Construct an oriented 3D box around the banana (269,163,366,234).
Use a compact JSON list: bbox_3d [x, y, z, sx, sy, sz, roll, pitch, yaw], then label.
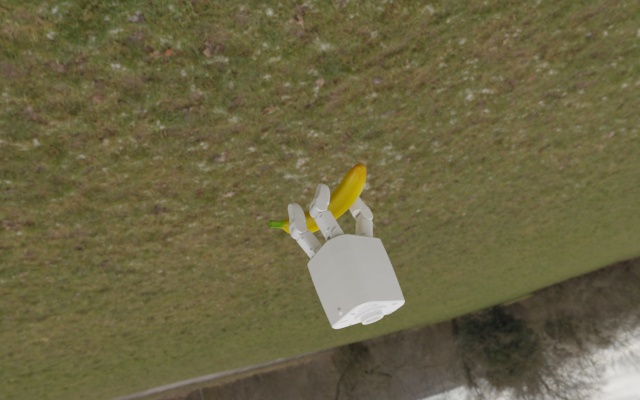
[{"bbox_3d":[0.009,0.009,0.771,0.198,0.037,0.070,-34,-34,25],"label":"banana"}]
